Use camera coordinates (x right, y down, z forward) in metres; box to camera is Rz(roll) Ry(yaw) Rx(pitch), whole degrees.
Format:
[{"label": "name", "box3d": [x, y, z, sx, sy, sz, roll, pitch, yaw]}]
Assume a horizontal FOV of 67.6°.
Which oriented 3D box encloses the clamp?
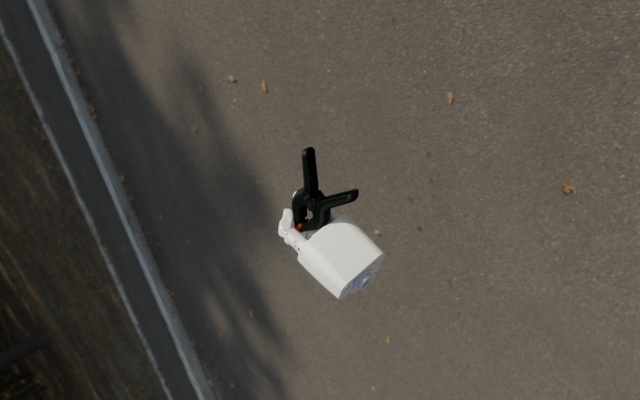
[{"label": "clamp", "box3d": [0.000, 0.003, 0.824, 0.039, 0.172, 0.120, -28, 59, -36]}]
